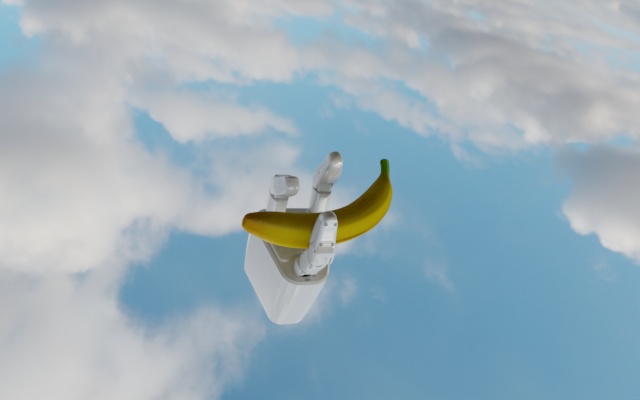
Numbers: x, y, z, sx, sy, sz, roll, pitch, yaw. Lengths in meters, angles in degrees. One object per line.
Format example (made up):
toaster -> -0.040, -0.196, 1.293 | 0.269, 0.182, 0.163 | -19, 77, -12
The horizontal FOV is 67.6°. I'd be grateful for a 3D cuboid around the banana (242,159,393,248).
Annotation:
banana -> 0.012, 0.016, 0.523 | 0.198, 0.069, 0.037 | -22, -19, -30
